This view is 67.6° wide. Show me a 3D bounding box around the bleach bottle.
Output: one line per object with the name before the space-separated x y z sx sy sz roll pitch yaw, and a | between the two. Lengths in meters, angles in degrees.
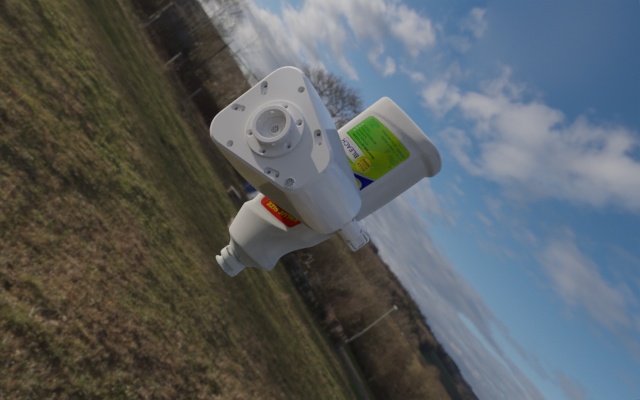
bleach bottle | 0.000 0.002 0.514 0.251 0.102 0.068 -37 -23 0
